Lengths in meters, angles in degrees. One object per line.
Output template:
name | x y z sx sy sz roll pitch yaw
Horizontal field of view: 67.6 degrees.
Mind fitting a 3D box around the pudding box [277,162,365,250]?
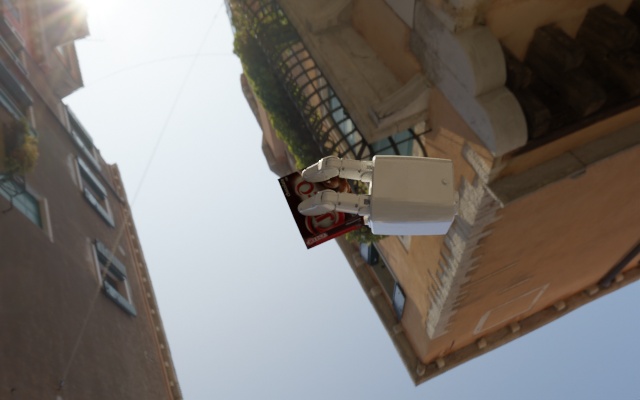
pudding box | 0.000 0.002 0.676 0.090 0.113 0.039 -23 -34 -5
